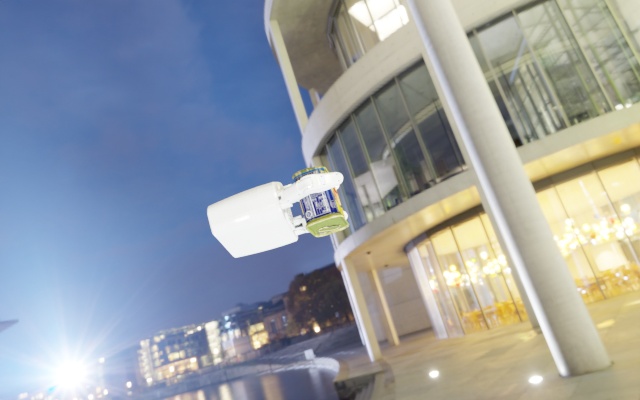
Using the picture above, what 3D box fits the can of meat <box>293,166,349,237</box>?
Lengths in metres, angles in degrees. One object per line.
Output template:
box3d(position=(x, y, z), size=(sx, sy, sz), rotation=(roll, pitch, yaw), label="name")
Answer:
box3d(position=(0.000, 0.002, 0.723), size=(0.057, 0.084, 0.102), rotation=(-19, -16, 6), label="can of meat")
